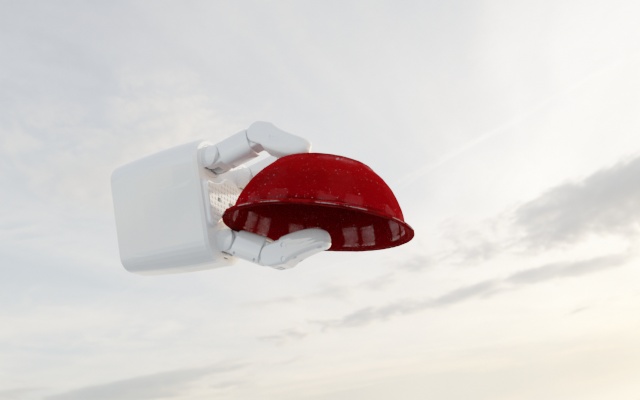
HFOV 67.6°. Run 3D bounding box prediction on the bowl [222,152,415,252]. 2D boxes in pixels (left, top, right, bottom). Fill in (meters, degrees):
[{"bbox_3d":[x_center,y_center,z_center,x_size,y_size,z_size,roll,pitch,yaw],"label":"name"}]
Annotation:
[{"bbox_3d":[0.001,0.001,0.411,0.162,0.055,0.162,5,-17,2],"label":"bowl"}]
